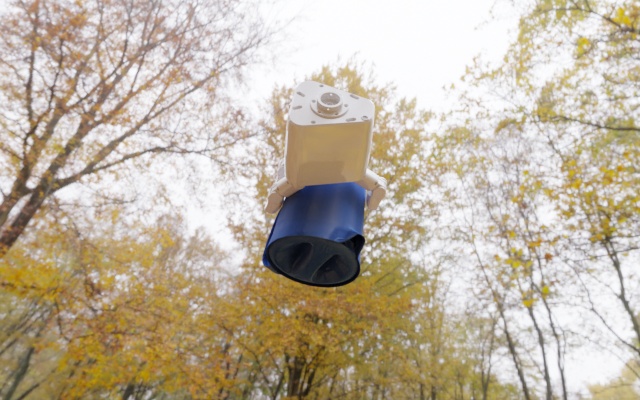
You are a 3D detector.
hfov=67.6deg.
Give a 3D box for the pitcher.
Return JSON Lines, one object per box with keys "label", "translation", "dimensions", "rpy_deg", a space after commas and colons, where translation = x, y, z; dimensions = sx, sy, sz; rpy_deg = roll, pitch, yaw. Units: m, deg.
{"label": "pitcher", "translation": [0.000, 0.002, 0.734], "dimensions": [0.149, 0.242, 0.145], "rpy_deg": [10, -39, 4]}
